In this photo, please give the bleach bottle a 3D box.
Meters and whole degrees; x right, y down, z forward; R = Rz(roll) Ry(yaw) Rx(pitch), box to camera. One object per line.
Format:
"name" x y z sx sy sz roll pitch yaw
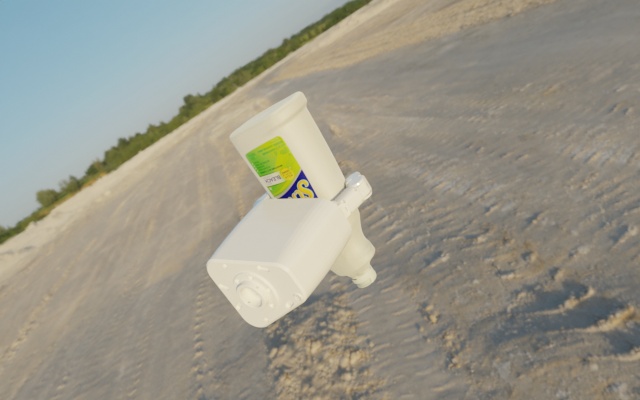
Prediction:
"bleach bottle" 0.000 0.002 0.578 0.102 0.251 0.068 -19 23 41
